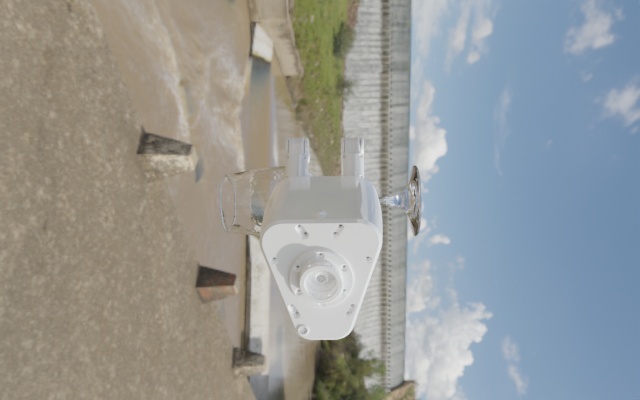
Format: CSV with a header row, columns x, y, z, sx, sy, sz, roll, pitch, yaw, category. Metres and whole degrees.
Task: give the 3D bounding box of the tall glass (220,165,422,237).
x,y,z,sx,sy,sz,roll,pitch,yaw,category
0.001,0.002,0.503,0.201,0.079,0.079,-1,0,3,tall glass
